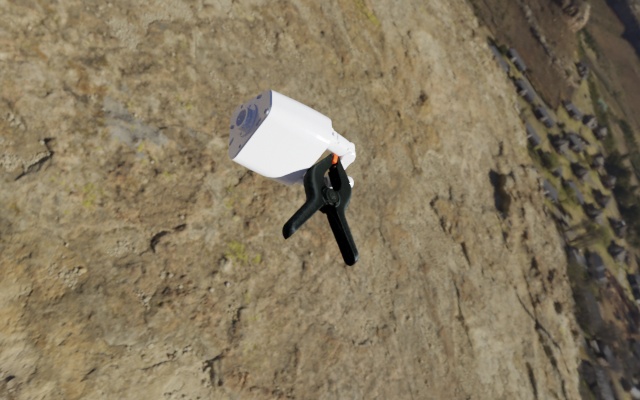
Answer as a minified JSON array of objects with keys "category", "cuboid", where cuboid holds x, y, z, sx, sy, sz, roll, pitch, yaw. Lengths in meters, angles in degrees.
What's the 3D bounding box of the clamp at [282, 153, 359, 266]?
[{"category":"clamp","cuboid":[0.001,0.002,0.677,0.120,0.171,0.039,22,-39,-36]}]
